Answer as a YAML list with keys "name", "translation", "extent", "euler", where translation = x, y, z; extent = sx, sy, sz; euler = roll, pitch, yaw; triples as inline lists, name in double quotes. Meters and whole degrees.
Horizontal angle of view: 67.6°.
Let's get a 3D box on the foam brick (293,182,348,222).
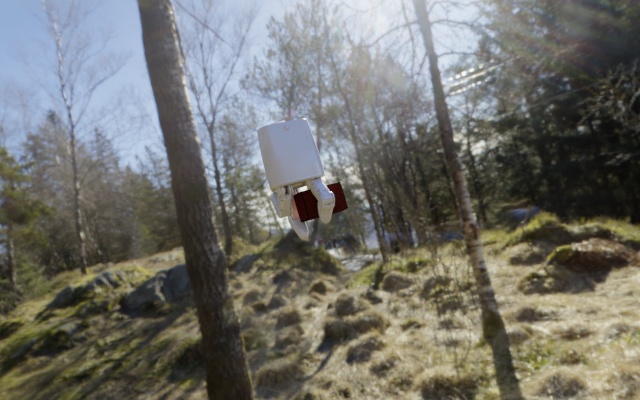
- name: "foam brick"
  translation: [0.000, 0.003, 0.847]
  extent: [0.078, 0.051, 0.053]
  euler: [-15, -4, -21]
